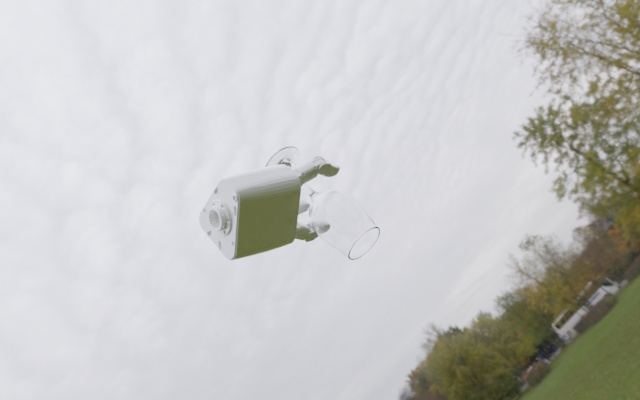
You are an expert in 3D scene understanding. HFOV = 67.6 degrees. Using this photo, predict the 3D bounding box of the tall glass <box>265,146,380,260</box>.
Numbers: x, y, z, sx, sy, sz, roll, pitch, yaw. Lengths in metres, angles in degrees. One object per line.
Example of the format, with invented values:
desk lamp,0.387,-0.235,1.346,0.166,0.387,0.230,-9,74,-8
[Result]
tall glass,0.000,0.002,0.732,0.201,0.079,0.079,43,24,28
